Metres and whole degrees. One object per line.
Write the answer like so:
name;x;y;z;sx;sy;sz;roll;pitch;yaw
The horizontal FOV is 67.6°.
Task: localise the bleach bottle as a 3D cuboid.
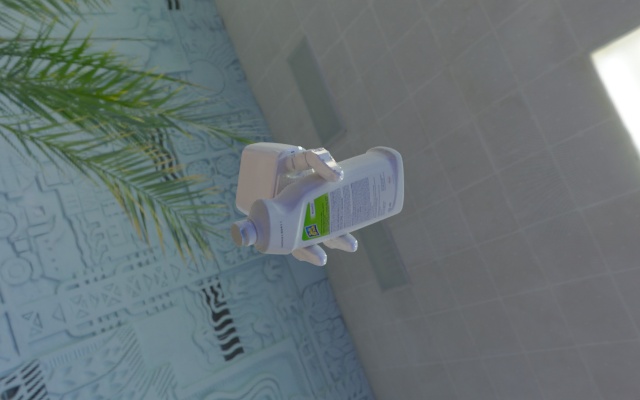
bleach bottle;0.000;0.002;0.622;0.251;0.102;0.068;-17;21;-35
